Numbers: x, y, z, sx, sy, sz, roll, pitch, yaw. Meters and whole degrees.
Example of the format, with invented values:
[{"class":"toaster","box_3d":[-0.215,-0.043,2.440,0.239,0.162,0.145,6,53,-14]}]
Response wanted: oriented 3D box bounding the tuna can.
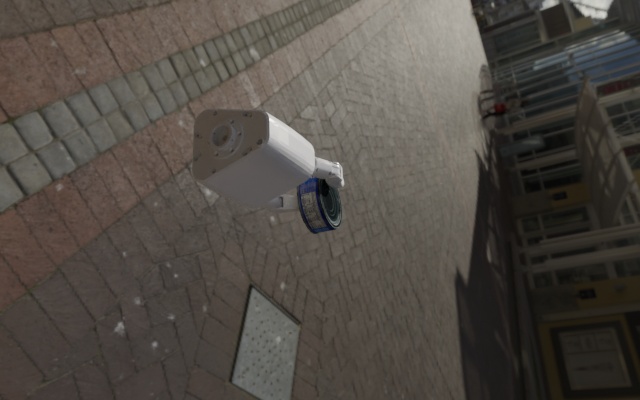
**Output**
[{"class":"tuna can","box_3d":[0.001,0.002,0.671,0.034,0.086,0.086,-13,-5,20]}]
